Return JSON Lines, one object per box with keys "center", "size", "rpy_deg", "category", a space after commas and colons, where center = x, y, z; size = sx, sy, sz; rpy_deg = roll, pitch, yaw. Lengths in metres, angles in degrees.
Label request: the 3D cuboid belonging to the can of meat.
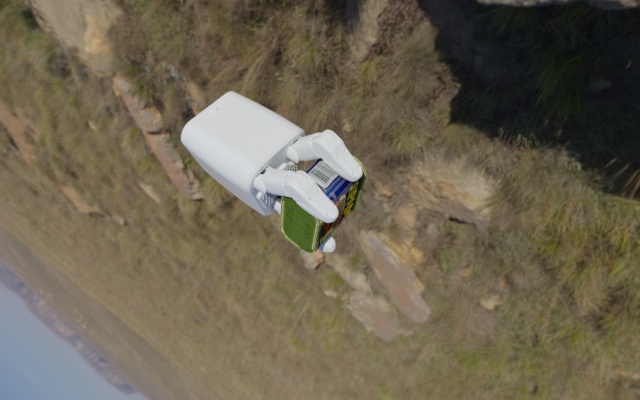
{"center": [0.000, 0.002, 0.538], "size": [0.057, 0.084, 0.102], "rpy_deg": [35, -30, 15], "category": "can of meat"}
